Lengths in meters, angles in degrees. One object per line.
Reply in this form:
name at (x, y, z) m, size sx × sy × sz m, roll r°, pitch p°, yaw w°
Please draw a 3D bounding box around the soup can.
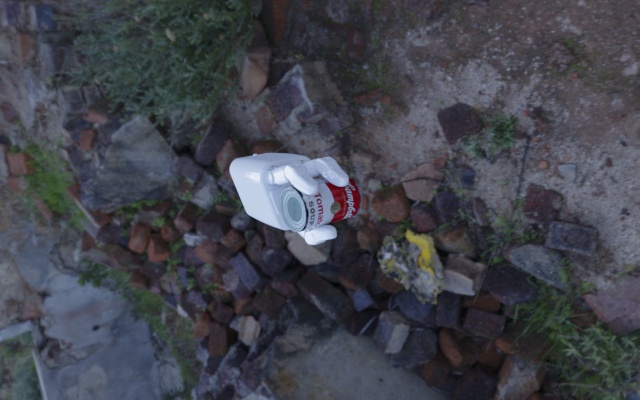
soup can at (0.000, 0.003, 0.692) m, size 0.102 × 0.068 × 0.068 m, roll -15°, pitch 9°, yaw -36°
